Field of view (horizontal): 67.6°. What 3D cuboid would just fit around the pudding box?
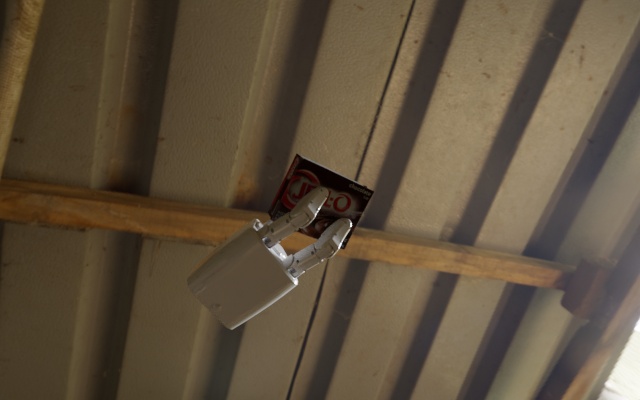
[{"bbox_3d":[0.000,0.002,0.626,0.113,0.090,0.039,23,10,-22],"label":"pudding box"}]
